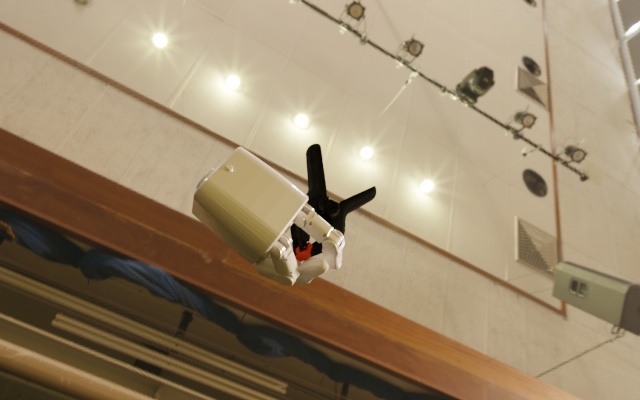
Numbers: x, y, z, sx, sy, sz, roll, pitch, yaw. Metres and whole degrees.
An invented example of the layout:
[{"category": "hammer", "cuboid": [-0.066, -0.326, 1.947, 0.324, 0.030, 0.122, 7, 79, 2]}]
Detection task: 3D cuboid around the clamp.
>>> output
[{"category": "clamp", "cuboid": [0.000, 0.003, 0.647, 0.171, 0.120, 0.039, -54, 5, -39]}]
